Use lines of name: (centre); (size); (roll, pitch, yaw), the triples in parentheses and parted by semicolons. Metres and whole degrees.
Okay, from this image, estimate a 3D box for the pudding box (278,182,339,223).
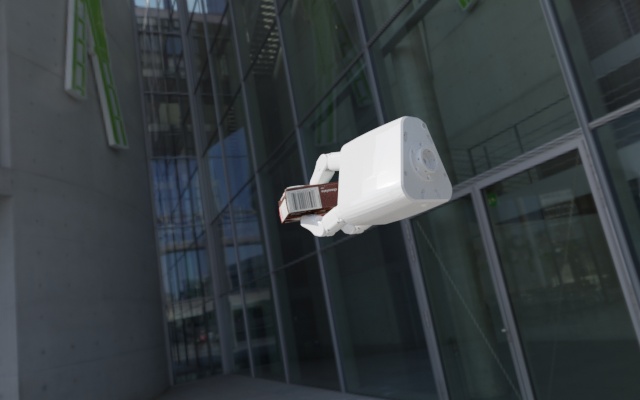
pudding box: (0.000, 0.002, 0.690); (0.113, 0.039, 0.090); (-6, -11, -12)
